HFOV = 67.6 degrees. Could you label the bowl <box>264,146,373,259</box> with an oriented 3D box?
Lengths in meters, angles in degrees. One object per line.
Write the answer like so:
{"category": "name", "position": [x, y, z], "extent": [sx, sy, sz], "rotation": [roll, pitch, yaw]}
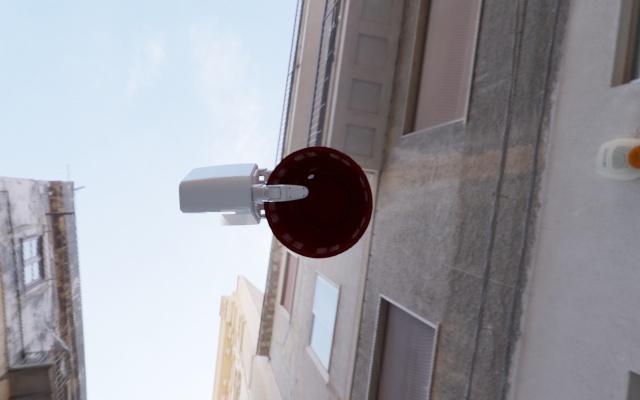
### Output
{"category": "bowl", "position": [0.001, 0.003, 0.708], "extent": [0.162, 0.162, 0.055], "rotation": [0, 2, 13]}
